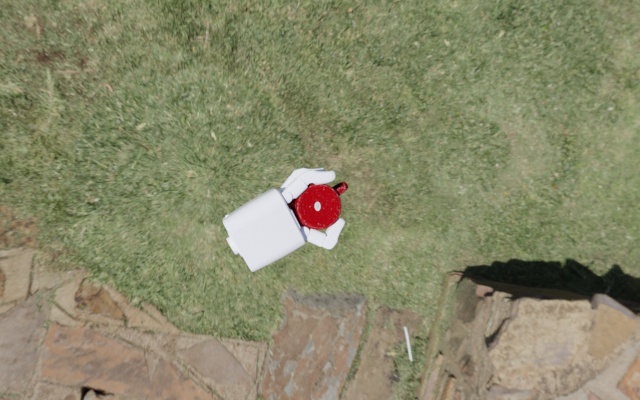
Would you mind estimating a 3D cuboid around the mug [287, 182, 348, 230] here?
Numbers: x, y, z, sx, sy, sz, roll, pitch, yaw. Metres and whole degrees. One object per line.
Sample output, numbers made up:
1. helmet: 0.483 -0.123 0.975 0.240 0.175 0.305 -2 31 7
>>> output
1. mug: 0.001 0.002 0.859 0.117 0.093 0.081 -31 9 -9
